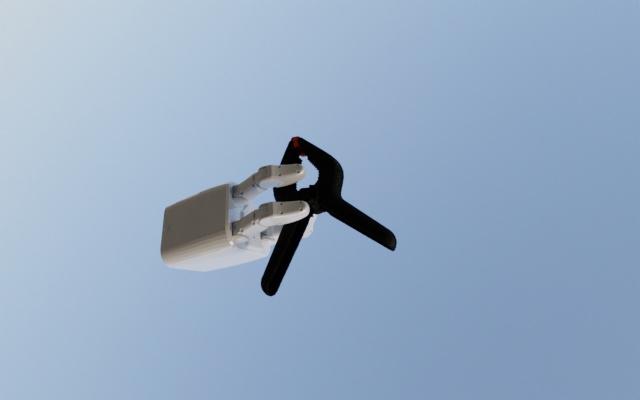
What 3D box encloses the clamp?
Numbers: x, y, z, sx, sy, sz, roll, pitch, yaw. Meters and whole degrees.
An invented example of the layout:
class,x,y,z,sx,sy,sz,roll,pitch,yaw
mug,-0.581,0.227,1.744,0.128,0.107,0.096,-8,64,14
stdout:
class,x,y,z,sx,sy,sz,roll,pitch,yaw
clamp,0.000,0.002,0.586,0.164,0.209,0.036,-16,-34,15
